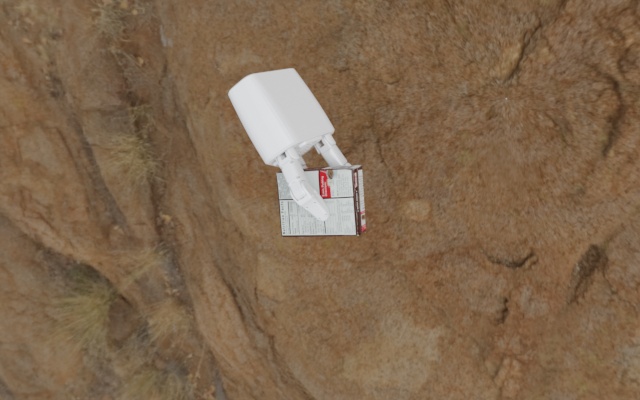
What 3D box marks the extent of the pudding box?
[{"bbox_3d":[0.000,0.002,0.629,0.113,0.090,0.039,-2,7,23],"label":"pudding box"}]
